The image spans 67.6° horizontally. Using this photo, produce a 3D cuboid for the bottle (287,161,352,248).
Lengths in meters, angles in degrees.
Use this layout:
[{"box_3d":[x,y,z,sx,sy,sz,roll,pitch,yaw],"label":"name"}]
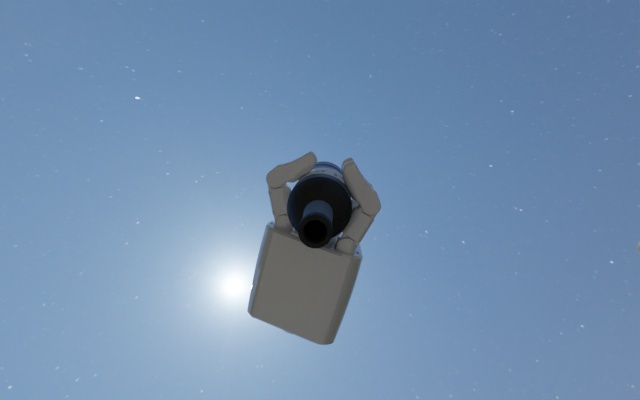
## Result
[{"box_3d":[0.000,0.002,0.520,0.069,0.069,0.295,0,9,2],"label":"bottle"}]
